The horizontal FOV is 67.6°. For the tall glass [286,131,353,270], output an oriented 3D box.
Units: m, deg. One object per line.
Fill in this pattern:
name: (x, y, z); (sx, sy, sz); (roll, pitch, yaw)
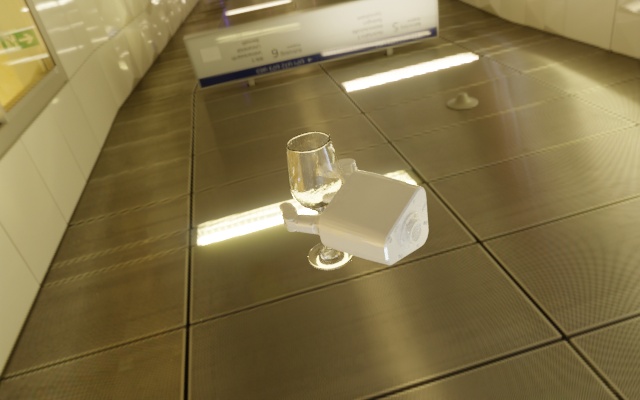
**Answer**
tall glass: (0.000, 0.003, 0.703); (0.079, 0.201, 0.079); (-9, 31, 5)
